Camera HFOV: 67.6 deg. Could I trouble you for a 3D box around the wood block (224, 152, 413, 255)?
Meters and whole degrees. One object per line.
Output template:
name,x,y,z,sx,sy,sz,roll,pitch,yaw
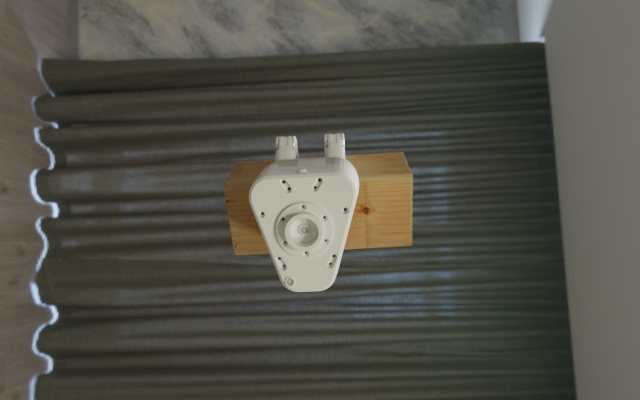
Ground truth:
wood block,0.000,0.002,0.572,0.206,0.091,0.090,-3,23,3
